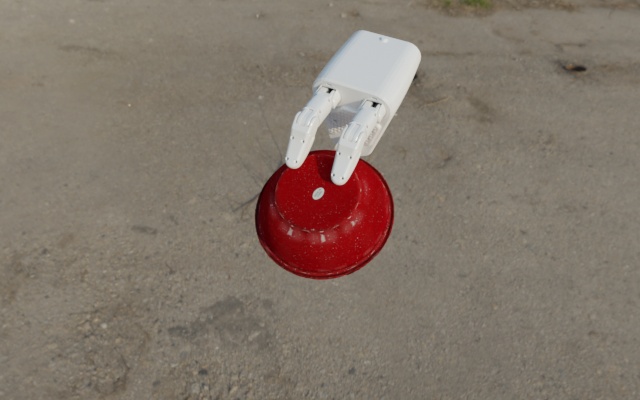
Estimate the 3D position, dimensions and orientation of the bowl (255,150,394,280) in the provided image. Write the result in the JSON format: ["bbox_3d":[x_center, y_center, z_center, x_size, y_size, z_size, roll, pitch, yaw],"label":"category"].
[{"bbox_3d":[0.000,0.003,0.525,0.162,0.162,0.055,0,-25,8],"label":"bowl"}]
